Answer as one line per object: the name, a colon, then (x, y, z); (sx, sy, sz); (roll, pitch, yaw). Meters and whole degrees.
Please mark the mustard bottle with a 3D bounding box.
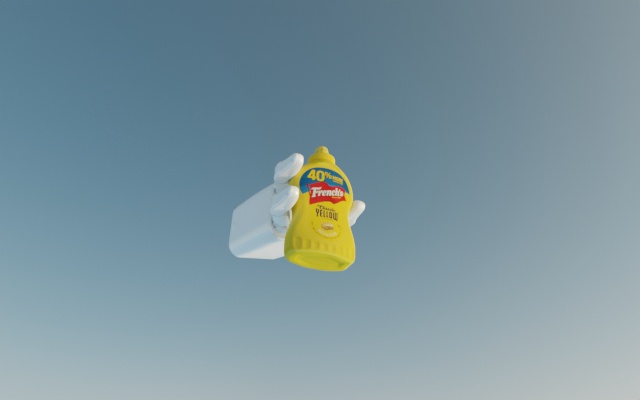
mustard bottle: (0.000, 0.002, 0.690); (0.096, 0.191, 0.058); (13, -34, -18)
